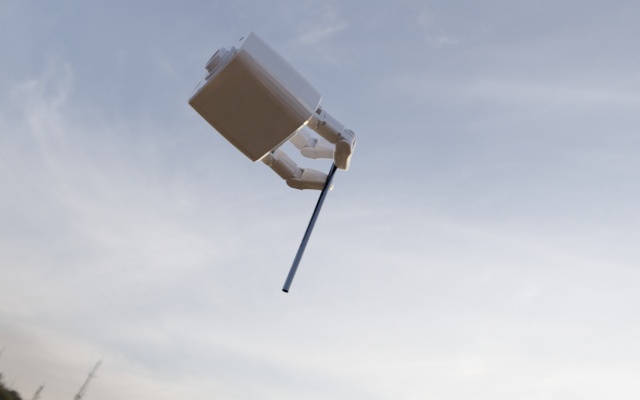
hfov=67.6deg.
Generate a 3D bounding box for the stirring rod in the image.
[{"bbox_3d":[0.000,0.002,0.564,0.011,0.239,0.011,15,-35,10],"label":"stirring rod"}]
